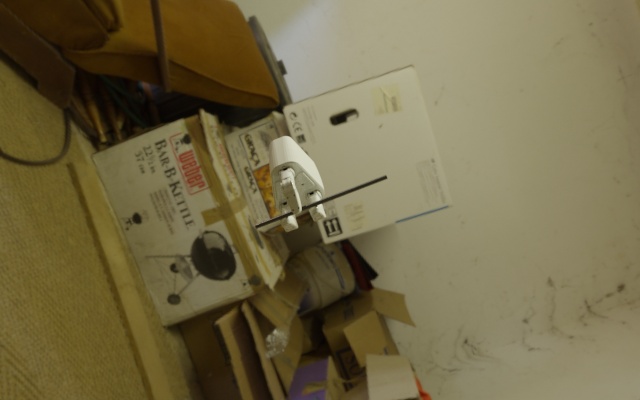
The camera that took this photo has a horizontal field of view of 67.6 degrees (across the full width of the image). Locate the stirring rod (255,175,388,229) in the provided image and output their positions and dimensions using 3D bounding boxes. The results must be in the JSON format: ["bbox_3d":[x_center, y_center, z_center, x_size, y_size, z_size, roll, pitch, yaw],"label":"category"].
[{"bbox_3d":[0.000,0.003,0.816,0.239,0.011,0.011,-21,-2,5],"label":"stirring rod"}]
